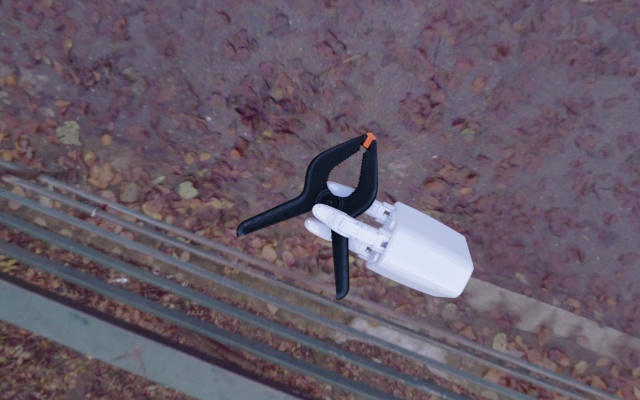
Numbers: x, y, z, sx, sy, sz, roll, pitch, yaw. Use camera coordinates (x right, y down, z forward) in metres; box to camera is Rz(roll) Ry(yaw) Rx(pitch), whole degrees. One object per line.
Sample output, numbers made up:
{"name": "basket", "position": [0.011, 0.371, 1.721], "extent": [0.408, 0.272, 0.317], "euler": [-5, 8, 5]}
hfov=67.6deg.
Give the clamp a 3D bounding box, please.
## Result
{"name": "clamp", "position": [0.001, 0.002, 0.608], "extent": [0.164, 0.210, 0.036], "euler": [25, 4, -2]}
